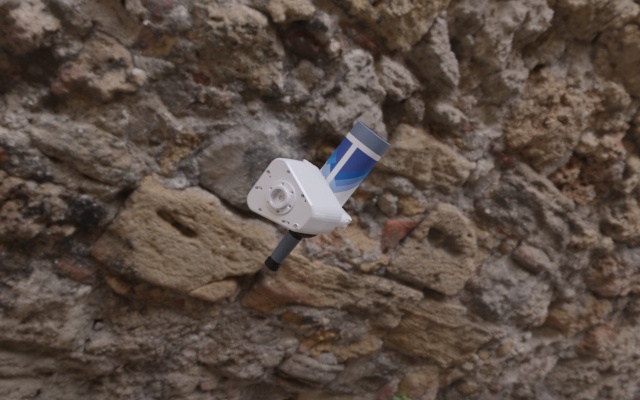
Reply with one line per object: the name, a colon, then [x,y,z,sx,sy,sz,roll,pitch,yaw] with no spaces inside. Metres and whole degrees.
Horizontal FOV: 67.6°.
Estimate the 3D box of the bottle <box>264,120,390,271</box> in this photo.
bottle: [0.000,0.002,0.810,0.069,0.296,0.069,36,12,-9]
